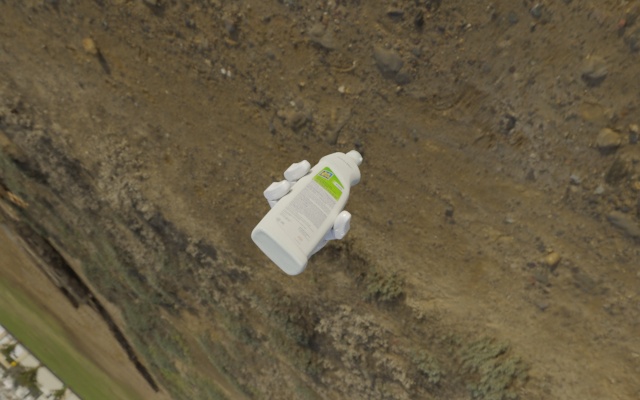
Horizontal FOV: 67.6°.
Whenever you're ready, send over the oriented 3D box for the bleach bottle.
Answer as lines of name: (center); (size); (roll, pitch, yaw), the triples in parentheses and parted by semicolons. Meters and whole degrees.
bleach bottle: (0.000, 0.003, 0.801); (0.250, 0.102, 0.068); (-47, 3, -34)
